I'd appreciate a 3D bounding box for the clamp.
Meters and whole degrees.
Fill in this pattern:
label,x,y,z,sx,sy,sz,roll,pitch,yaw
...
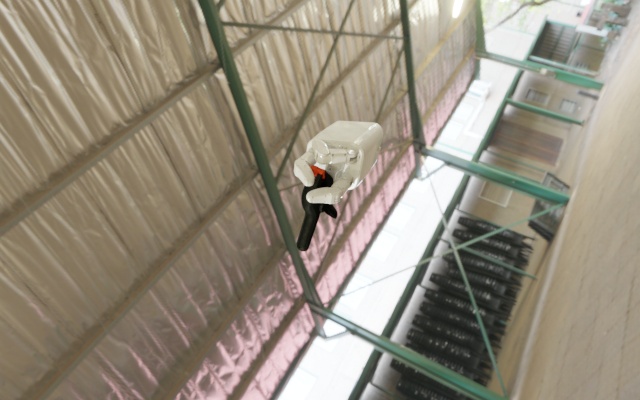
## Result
label,x,y,z,sx,sy,sz,roll,pitch,yaw
clamp,0.000,0.003,0.887,0.039,0.172,0.120,23,39,18
